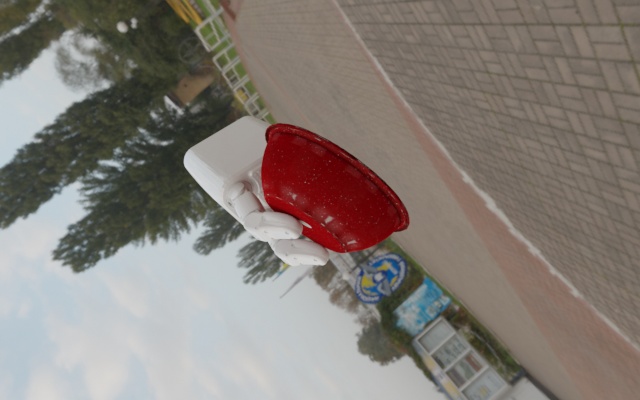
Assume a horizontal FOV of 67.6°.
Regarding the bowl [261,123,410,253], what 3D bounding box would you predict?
[{"bbox_3d":[0.001,0.002,0.446,0.162,0.055,0.162,32,-15,10],"label":"bowl"}]
